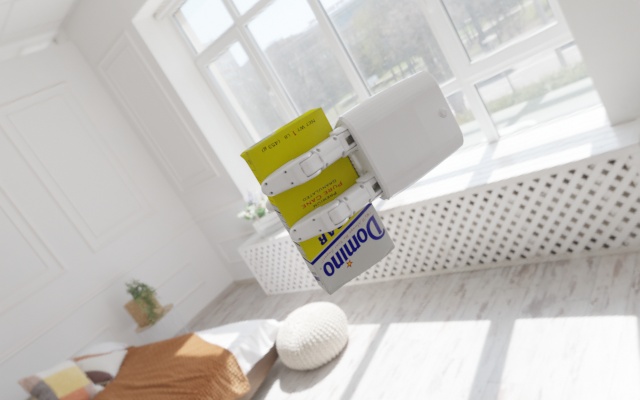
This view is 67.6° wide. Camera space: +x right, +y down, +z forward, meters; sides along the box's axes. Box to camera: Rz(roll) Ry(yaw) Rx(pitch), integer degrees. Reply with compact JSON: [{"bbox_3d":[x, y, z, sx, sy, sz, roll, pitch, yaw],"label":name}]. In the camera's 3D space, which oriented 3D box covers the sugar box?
[{"bbox_3d":[0.000,0.002,0.507,0.093,0.176,0.048,-33,13,-12],"label":"sugar box"}]
